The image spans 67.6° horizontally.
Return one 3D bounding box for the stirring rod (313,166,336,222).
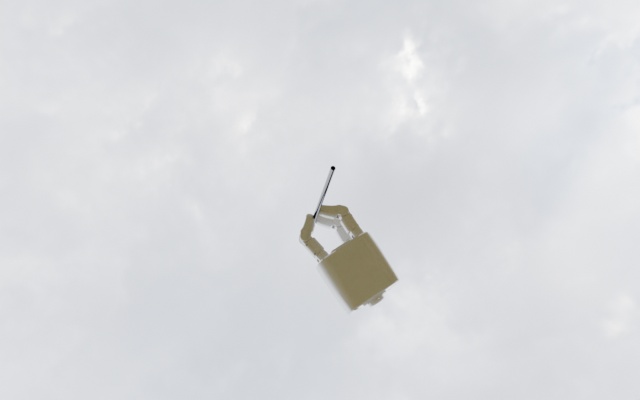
[{"bbox_3d":[0.000,0.003,0.837,0.011,0.011,0.240,0,-26,-10],"label":"stirring rod"}]
